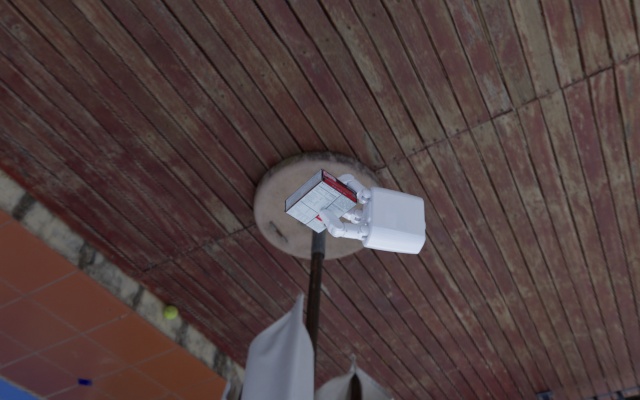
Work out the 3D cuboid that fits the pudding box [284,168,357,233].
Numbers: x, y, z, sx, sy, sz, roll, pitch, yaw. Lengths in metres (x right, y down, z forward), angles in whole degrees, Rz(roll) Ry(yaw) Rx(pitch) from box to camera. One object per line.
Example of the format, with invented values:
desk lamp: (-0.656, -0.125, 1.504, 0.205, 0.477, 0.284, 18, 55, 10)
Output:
pudding box: (0.000, 0.003, 0.899, 0.090, 0.039, 0.113, 34, -56, -25)
